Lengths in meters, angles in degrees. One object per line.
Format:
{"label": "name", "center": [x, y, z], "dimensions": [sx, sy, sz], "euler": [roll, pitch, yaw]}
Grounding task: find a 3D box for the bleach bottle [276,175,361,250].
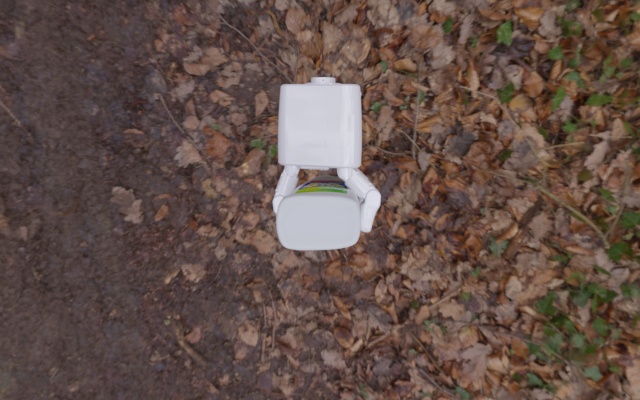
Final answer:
{"label": "bleach bottle", "center": [0.000, 0.002, 0.672], "dimensions": [0.102, 0.068, 0.250], "euler": [0, 11, 0]}
